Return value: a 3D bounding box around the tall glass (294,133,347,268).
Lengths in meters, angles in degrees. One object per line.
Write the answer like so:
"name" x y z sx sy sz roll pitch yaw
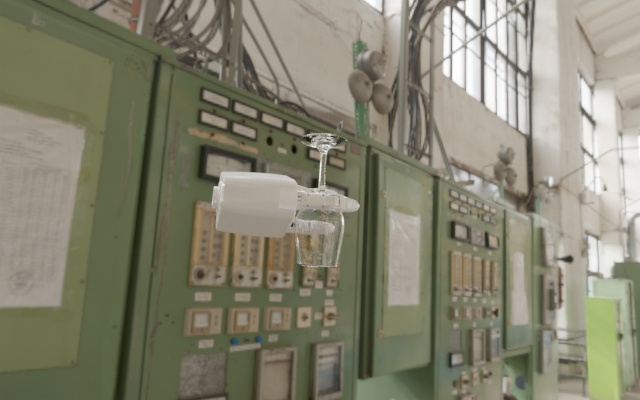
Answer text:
"tall glass" 0.000 0.002 0.744 0.079 0.201 0.079 3 -10 0
